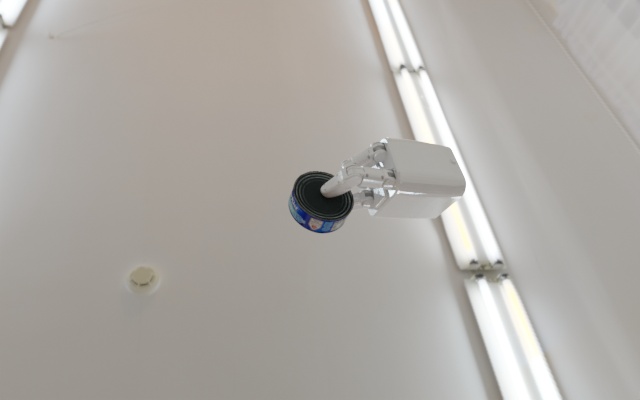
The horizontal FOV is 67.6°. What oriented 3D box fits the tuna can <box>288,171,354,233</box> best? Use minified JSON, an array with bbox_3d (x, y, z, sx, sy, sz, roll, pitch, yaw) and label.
[{"bbox_3d":[0.000,0.002,0.653,0.086,0.086,0.034,0,-39,-22],"label":"tuna can"}]
